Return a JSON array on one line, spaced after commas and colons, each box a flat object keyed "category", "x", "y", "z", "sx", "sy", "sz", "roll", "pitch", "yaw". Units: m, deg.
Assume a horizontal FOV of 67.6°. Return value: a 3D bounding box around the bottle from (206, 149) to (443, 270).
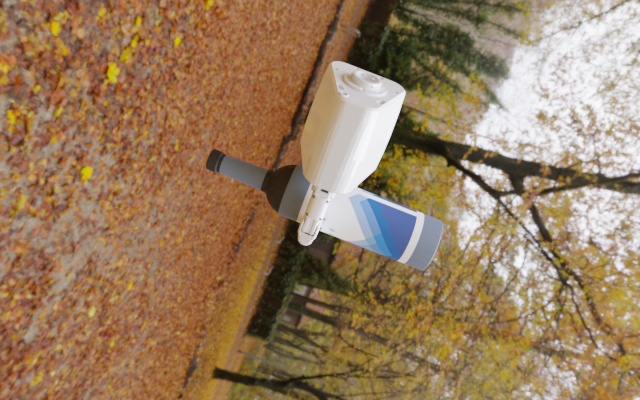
[{"category": "bottle", "x": 0.000, "y": 0.002, "z": 0.592, "sx": 0.296, "sy": 0.069, "sz": 0.069, "roll": 21, "pitch": 0, "yaw": 0}]
